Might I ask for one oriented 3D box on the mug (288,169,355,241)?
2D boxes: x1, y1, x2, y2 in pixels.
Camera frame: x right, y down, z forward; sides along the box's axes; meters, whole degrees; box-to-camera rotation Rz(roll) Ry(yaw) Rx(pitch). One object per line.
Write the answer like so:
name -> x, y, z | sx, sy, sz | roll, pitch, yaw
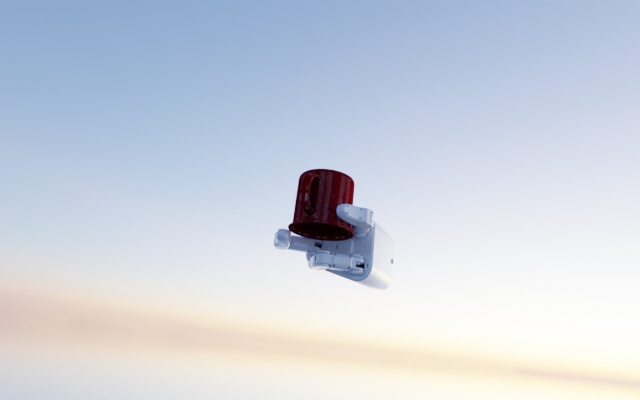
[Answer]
mug -> -0.001, 0.001, 0.665 | 0.093, 0.081, 0.117 | -2, -21, 25
